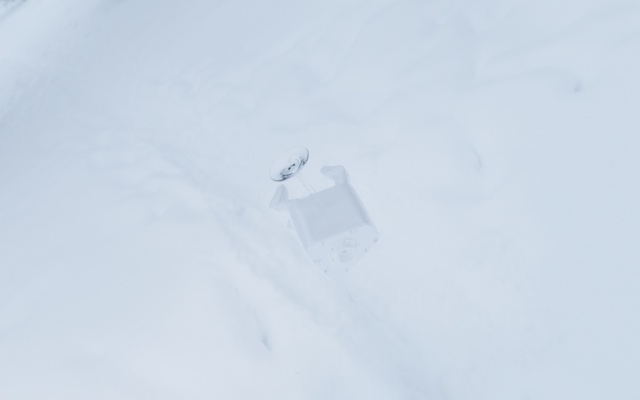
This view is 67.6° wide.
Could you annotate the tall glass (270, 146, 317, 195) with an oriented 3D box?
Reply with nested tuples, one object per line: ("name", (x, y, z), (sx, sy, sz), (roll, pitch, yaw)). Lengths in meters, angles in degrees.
("tall glass", (0.000, 0.002, 0.817), (0.079, 0.079, 0.201), (0, -38, 40))
